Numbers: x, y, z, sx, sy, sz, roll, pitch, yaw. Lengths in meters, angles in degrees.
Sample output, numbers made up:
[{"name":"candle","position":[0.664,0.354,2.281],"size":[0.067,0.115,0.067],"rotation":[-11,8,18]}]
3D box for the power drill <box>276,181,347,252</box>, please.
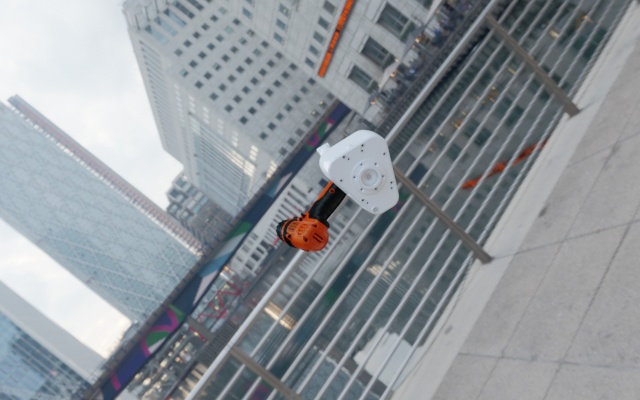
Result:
[{"name":"power drill","position":[0.000,0.002,0.839],"size":[0.057,0.187,0.184],"rotation":[36,-11,-20]}]
